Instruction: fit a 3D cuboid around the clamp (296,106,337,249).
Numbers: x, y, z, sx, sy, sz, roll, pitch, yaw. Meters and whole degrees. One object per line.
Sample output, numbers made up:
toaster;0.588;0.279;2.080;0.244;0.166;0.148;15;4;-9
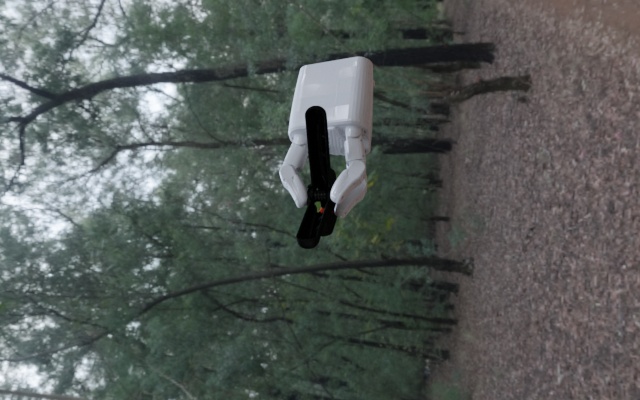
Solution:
clamp;-0.001;0.002;0.610;0.036;0.164;0.210;3;-21;8
